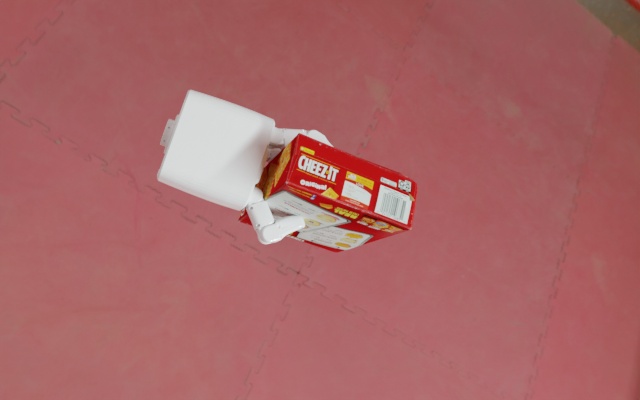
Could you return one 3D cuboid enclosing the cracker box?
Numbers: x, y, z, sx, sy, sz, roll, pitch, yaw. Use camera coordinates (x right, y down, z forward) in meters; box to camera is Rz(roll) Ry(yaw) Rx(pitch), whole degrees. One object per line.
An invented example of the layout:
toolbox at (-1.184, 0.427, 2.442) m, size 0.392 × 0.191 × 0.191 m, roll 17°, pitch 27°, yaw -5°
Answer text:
cracker box at (0.000, 0.002, 0.632) m, size 0.164 × 0.072 × 0.214 m, roll 20°, pitch -20°, yaw -18°
